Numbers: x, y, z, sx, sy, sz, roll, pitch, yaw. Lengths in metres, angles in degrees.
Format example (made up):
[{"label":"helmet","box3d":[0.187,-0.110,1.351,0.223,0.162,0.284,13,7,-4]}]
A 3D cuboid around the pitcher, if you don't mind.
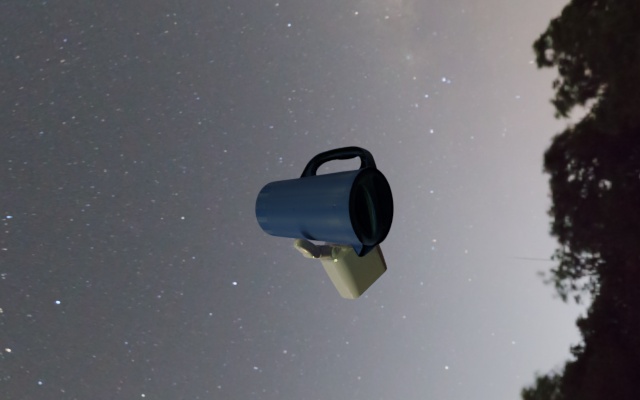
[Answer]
[{"label":"pitcher","box3d":[0.000,0.003,0.863,0.243,0.145,0.149,-1,39,40]}]
